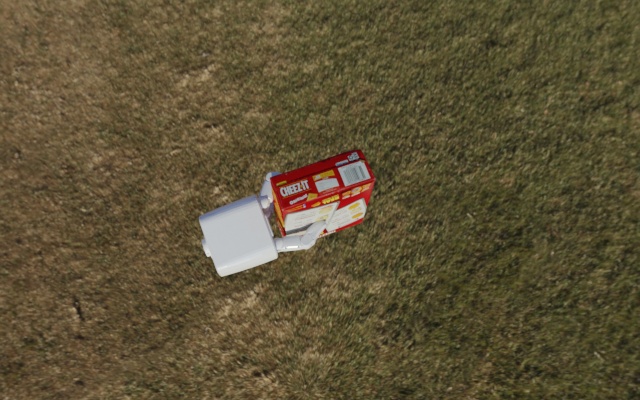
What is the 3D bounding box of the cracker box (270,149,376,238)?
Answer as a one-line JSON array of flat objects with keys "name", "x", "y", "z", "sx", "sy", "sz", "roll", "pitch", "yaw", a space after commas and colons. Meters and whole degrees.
[{"name": "cracker box", "x": 0.000, "y": 0.003, "z": 0.867, "sx": 0.164, "sy": 0.072, "sz": 0.214, "roll": -19, "pitch": -20, "yaw": -9}]
